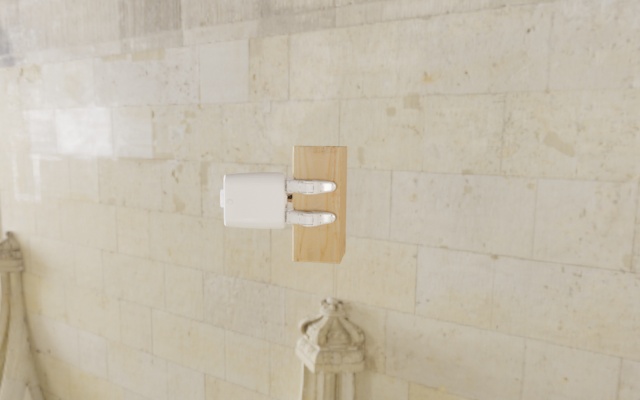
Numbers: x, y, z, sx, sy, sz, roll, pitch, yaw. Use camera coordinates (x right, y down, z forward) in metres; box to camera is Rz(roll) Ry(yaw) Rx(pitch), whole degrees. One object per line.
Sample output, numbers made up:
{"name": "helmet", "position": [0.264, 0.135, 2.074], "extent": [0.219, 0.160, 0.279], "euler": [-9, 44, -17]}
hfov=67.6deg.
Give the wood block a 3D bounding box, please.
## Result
{"name": "wood block", "position": [0.000, 0.003, 0.879], "extent": [0.090, 0.206, 0.091], "euler": [2, 7, 8]}
